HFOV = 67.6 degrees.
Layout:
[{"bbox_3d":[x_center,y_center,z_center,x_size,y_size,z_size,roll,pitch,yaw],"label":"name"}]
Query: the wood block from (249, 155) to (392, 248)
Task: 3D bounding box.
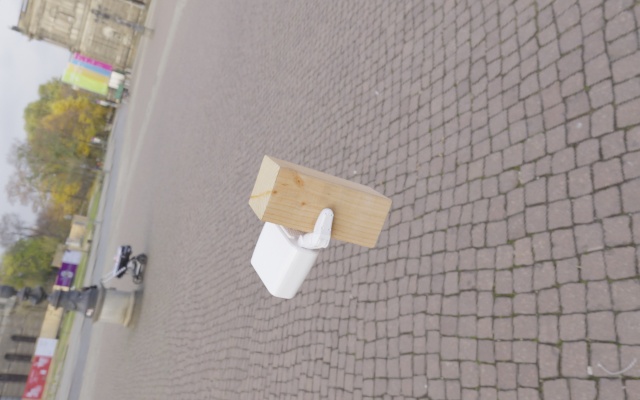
[{"bbox_3d":[0.000,0.003,0.791,0.206,0.090,0.090,15,12,-25],"label":"wood block"}]
